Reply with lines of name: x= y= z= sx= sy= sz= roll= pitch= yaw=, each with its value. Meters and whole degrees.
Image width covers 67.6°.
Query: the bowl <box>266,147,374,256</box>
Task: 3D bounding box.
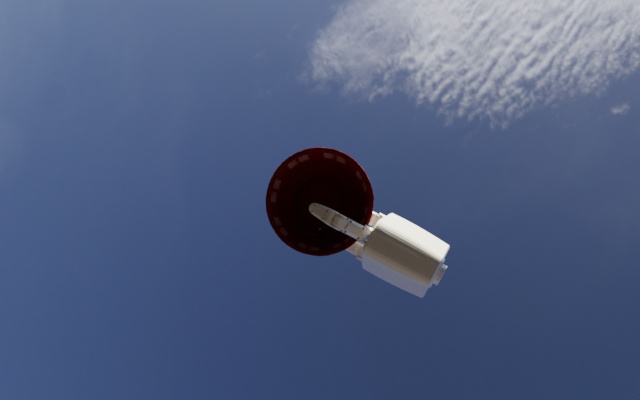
bowl: x=-0.001 y=0.002 z=0.733 sx=0.162 sy=0.162 sz=0.055 roll=0 pitch=-2 yaw=4
